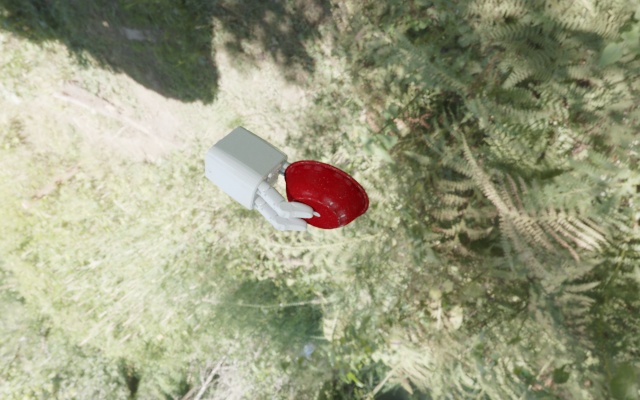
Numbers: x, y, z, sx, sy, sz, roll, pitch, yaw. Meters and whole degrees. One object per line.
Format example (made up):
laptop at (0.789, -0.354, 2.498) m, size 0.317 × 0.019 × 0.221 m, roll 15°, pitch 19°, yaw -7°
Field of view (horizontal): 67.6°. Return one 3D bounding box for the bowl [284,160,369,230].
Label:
bowl at (0.001, 0.003, 0.828) m, size 0.162 × 0.055 × 0.162 m, roll 18°, pitch -30°, yaw 11°
